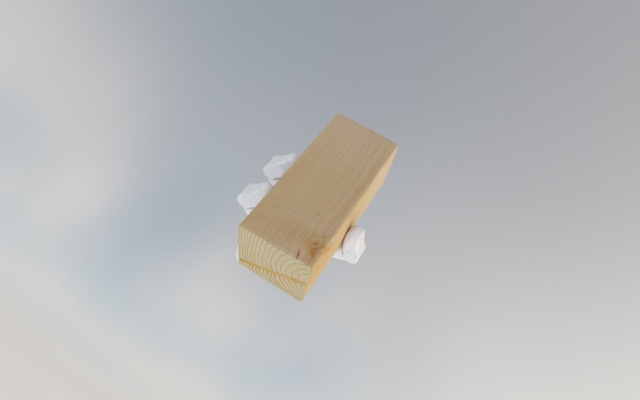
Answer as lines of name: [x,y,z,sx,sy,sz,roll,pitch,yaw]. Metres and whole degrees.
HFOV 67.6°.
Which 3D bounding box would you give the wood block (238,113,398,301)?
wood block: [0.000,0.002,0.570,0.091,0.206,0.090,30,-34,11]
